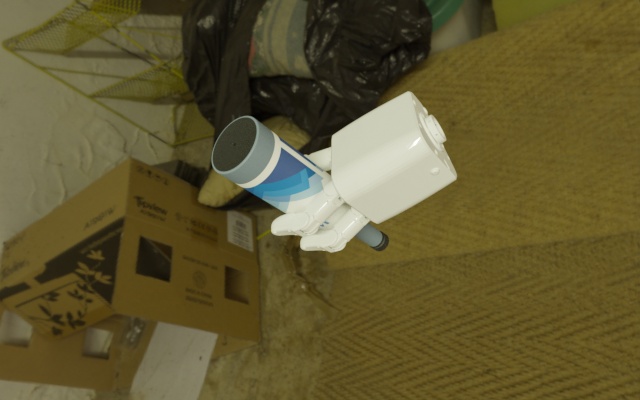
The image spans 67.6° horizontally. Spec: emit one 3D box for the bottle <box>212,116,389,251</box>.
[{"bbox_3d":[0.000,0.002,0.583,0.069,0.069,0.296,0,-23,40],"label":"bottle"}]
